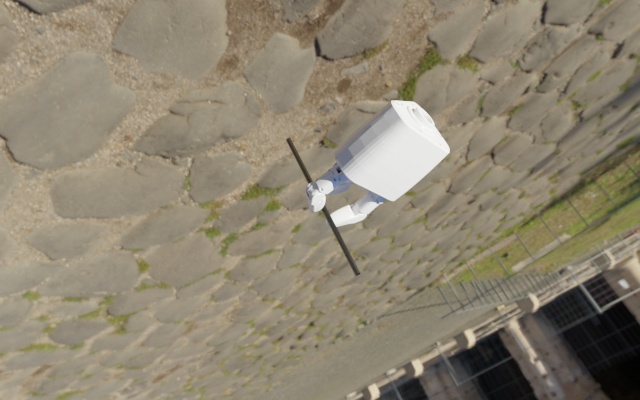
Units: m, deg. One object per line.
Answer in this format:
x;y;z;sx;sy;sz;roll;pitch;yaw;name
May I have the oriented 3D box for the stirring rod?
0.000;0.002;0.689;0.011;0.239;0.011;-22;-26;-11;stirring rod
